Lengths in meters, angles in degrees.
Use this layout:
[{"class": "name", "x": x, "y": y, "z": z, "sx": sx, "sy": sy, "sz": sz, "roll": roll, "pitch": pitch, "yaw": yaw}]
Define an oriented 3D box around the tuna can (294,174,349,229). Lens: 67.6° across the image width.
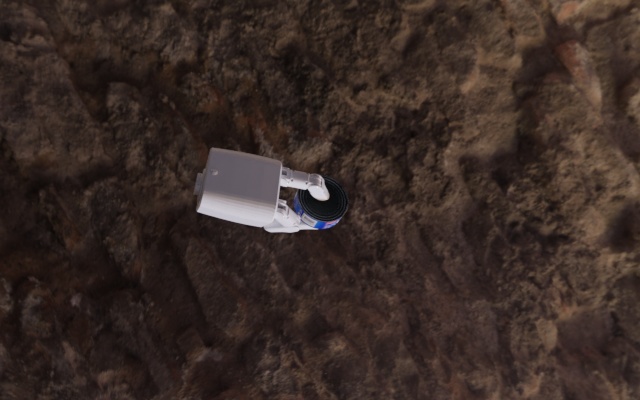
[{"class": "tuna can", "x": 0.000, "y": 0.003, "z": 0.778, "sx": 0.086, "sy": 0.086, "sz": 0.034, "roll": 0, "pitch": -27, "yaw": -19}]
